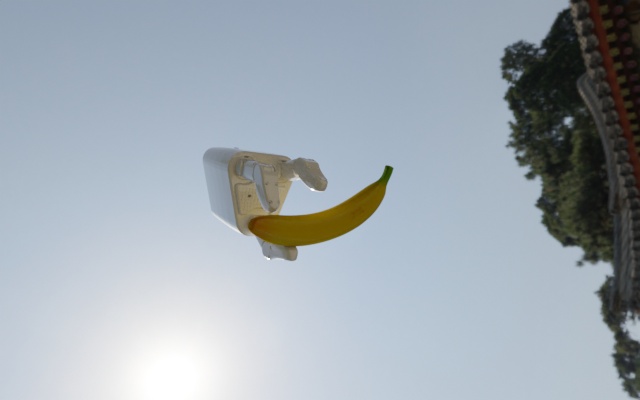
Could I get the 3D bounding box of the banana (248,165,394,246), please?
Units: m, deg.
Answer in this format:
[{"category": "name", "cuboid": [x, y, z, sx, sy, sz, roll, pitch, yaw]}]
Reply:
[{"category": "banana", "cuboid": [0.006, 0.017, 0.571, 0.198, 0.070, 0.037, -23, 27, -26]}]
